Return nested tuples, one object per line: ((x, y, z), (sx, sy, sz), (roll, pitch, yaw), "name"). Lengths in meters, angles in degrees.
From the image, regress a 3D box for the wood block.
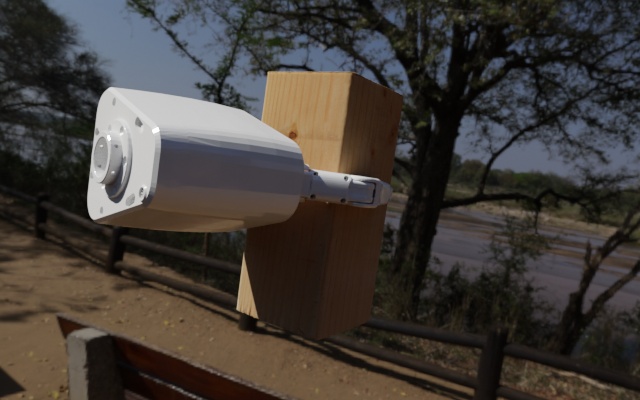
((0.000, 0.001, 0.418), (0.091, 0.206, 0.090), (11, 5, 34), "wood block")
